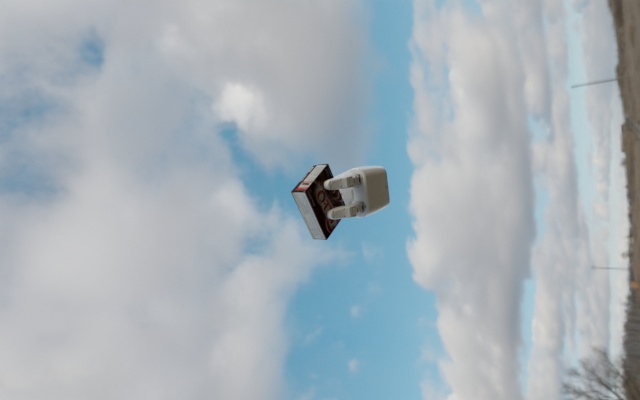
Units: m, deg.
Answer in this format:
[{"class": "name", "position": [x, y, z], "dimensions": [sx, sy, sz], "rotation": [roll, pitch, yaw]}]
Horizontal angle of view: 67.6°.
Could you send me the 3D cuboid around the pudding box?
[{"class": "pudding box", "position": [0.000, 0.003, 0.882], "dimensions": [0.039, 0.113, 0.090], "rotation": [-4, 34, 36]}]
